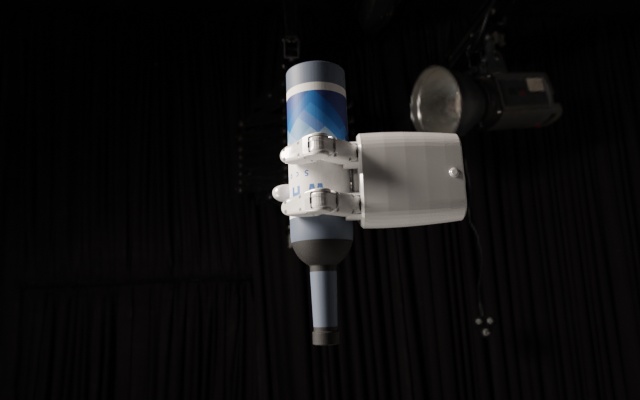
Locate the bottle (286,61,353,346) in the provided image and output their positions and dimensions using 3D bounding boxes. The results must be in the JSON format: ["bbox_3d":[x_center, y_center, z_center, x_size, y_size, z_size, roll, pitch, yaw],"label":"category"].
[{"bbox_3d":[0.000,0.001,0.513,0.069,0.295,0.069,-2,-11,0],"label":"bottle"}]
